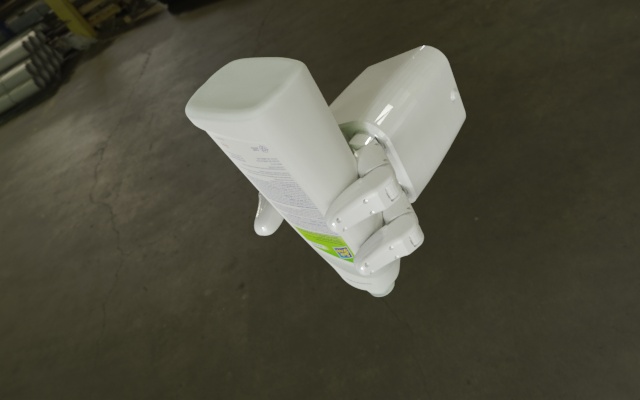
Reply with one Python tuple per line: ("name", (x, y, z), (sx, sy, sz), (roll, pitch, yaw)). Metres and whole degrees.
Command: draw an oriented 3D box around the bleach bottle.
("bleach bottle", (0.000, 0.001, 0.406), (0.102, 0.068, 0.251), (16, -30, 44))
